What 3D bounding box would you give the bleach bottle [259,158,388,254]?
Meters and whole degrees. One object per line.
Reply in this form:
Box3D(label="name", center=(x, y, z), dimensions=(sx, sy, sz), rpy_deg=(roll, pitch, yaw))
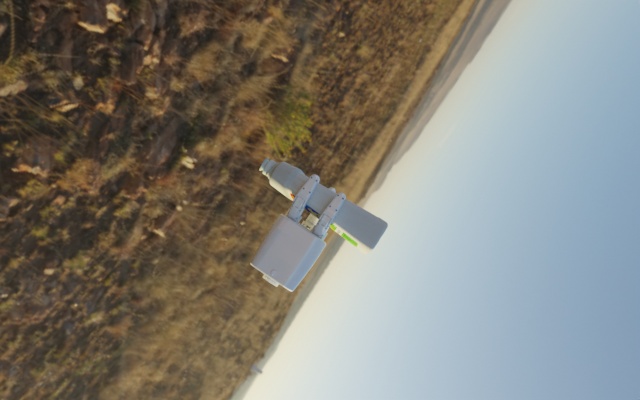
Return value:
Box3D(label="bleach bottle", center=(0.000, 0.003, 0.877), dimensions=(0.251, 0.068, 0.102), rpy_deg=(33, -8, 5))
